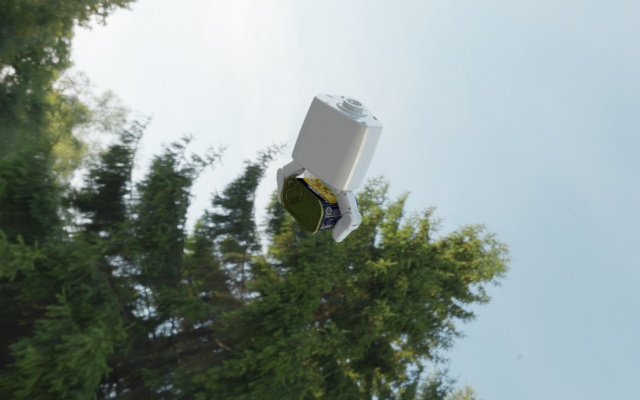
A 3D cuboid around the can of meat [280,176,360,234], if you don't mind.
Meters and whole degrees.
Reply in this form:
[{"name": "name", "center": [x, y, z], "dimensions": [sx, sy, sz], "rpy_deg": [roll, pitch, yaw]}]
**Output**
[{"name": "can of meat", "center": [0.000, 0.003, 0.755], "dimensions": [0.084, 0.057, 0.102], "rpy_deg": [-6, 37, -40]}]
